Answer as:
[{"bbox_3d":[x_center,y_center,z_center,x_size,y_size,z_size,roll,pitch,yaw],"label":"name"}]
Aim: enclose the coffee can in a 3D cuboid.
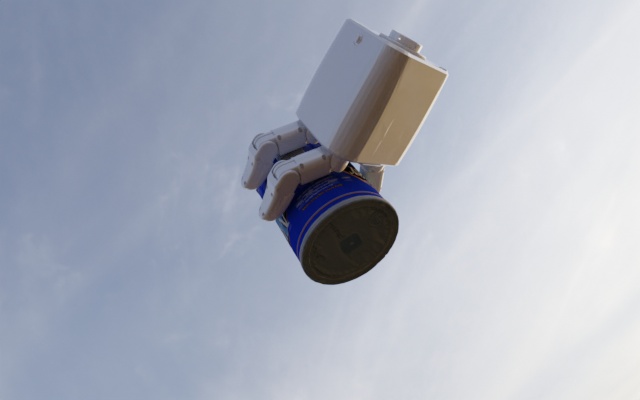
[{"bbox_3d":[0.000,0.002,0.492,0.103,0.103,0.140,0,34,-31],"label":"coffee can"}]
